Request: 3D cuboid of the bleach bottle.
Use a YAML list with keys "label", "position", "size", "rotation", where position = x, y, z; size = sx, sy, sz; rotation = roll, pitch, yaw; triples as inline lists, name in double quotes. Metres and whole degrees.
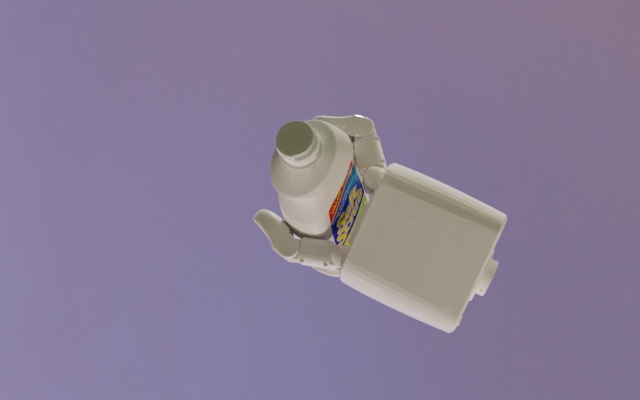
- label: "bleach bottle"
  position: [0.000, 0.001, 0.457]
  size: [0.068, 0.102, 0.251]
  rotation: [26, -11, 18]
